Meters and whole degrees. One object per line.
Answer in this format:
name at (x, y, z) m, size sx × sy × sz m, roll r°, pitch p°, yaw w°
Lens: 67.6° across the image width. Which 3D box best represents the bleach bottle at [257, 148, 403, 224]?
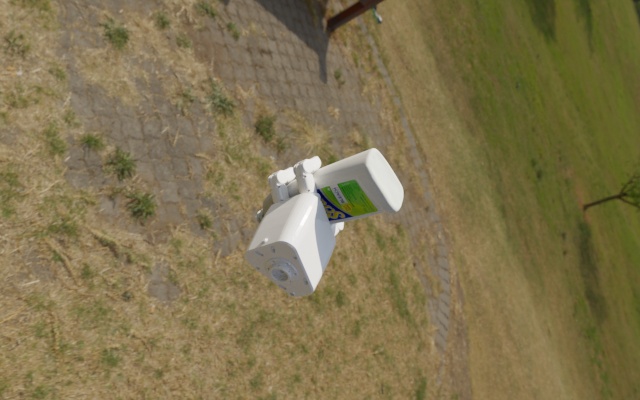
bleach bottle at (0.000, 0.002, 0.774) m, size 0.251 × 0.103 × 0.068 m, roll -20°, pitch 28°, yaw 34°
